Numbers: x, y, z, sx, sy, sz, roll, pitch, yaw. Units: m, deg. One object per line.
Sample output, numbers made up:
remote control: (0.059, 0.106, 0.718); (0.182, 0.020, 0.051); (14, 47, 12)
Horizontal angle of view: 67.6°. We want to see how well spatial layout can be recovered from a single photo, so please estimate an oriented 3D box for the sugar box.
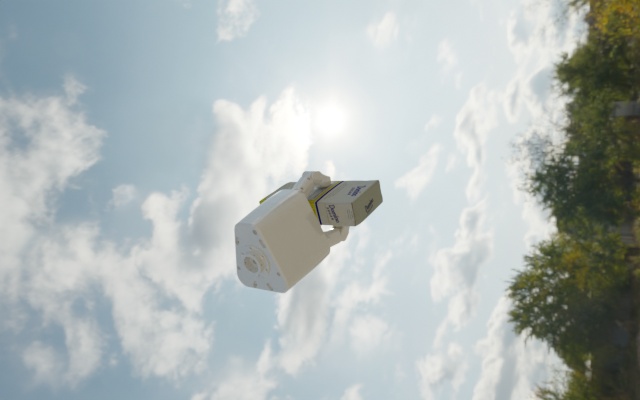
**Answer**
sugar box: (0.000, 0.003, 0.760); (0.176, 0.048, 0.093); (4, 26, 34)
